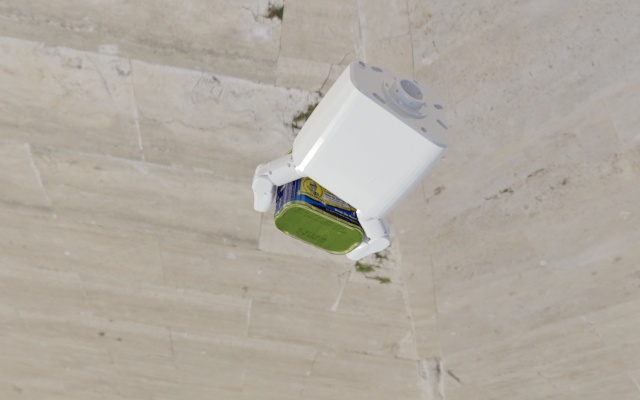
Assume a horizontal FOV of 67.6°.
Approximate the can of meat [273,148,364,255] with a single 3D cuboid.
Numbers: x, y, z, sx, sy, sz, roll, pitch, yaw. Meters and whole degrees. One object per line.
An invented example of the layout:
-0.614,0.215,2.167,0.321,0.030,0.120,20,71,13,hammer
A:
0.000,0.002,0.521,0.102,0.083,0.057,24,-47,-22,can of meat
